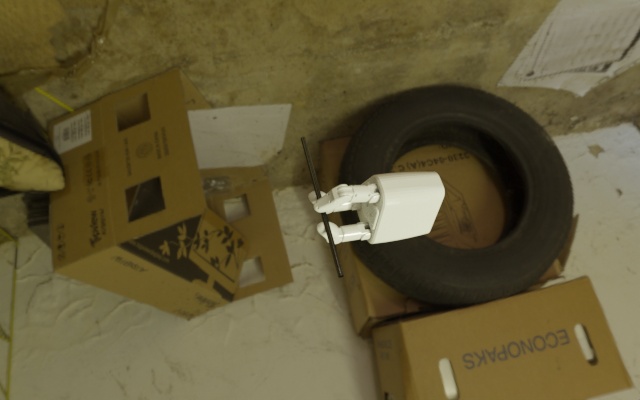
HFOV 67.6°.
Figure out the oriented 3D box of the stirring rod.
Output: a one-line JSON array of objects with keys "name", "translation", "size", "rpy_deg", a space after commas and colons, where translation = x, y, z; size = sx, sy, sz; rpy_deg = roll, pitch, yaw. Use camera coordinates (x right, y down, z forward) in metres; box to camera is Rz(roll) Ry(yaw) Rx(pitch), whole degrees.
[{"name": "stirring rod", "translation": [0.000, 0.002, 0.716], "size": [0.011, 0.239, 0.011], "rpy_deg": [-12, -27, -6]}]
